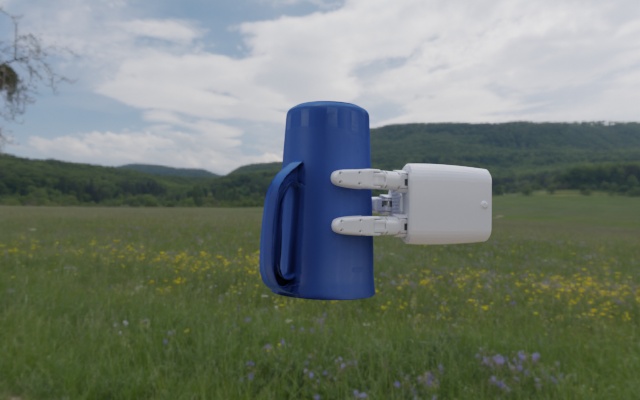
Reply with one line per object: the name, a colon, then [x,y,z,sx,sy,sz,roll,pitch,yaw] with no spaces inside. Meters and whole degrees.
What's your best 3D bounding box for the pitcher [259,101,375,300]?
pitcher: [0.000,0.002,0.605,0.145,0.243,0.149,1,-2,-5]
